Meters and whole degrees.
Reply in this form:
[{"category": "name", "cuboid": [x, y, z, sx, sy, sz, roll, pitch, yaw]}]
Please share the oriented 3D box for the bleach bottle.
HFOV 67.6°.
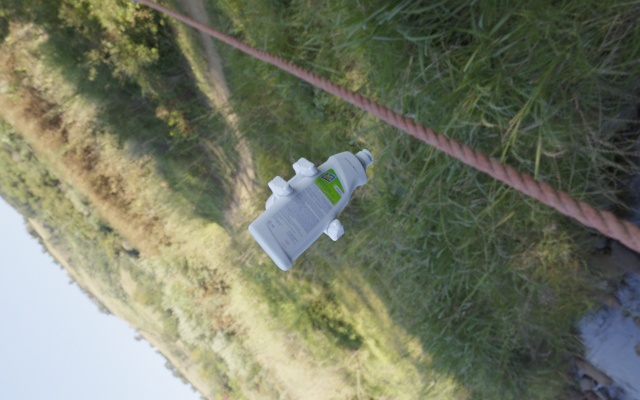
[{"category": "bleach bottle", "cuboid": [0.000, 0.003, 0.834, 0.251, 0.102, 0.068, -40, 4, -15]}]
